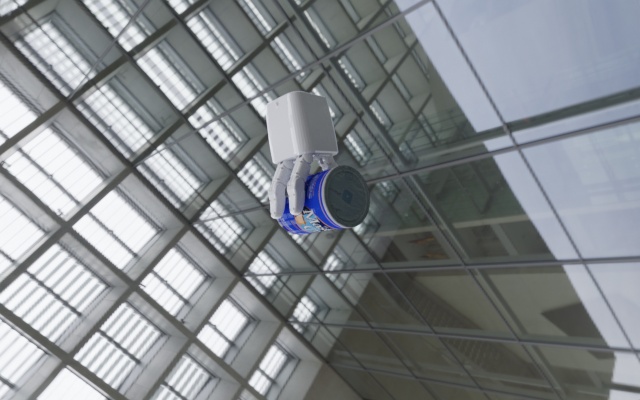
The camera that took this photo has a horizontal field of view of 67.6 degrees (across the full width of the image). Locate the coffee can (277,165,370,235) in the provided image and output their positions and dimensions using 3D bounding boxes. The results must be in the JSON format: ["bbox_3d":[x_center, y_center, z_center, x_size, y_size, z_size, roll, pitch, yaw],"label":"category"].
[{"bbox_3d":[0.000,0.003,0.823,0.103,0.103,0.140,0,-8,-40],"label":"coffee can"}]
